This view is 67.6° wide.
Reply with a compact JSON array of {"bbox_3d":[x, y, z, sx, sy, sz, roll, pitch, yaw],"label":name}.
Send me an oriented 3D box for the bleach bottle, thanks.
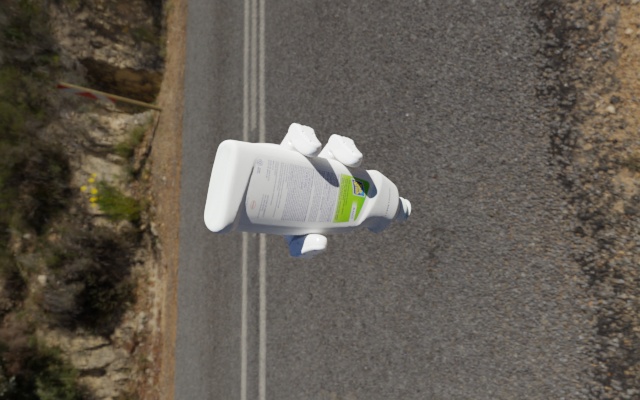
[{"bbox_3d":[0.000,0.002,0.559,0.251,0.102,0.068,10,4,-30],"label":"bleach bottle"}]
